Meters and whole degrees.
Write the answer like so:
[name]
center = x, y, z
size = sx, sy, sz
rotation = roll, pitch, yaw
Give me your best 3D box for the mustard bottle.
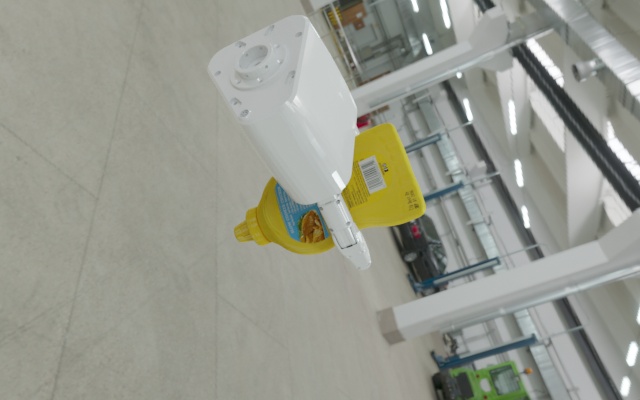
[mustard bottle]
center = 0.000, 0.002, 0.479
size = 0.191, 0.096, 0.058
rotation = -22, -14, 12
